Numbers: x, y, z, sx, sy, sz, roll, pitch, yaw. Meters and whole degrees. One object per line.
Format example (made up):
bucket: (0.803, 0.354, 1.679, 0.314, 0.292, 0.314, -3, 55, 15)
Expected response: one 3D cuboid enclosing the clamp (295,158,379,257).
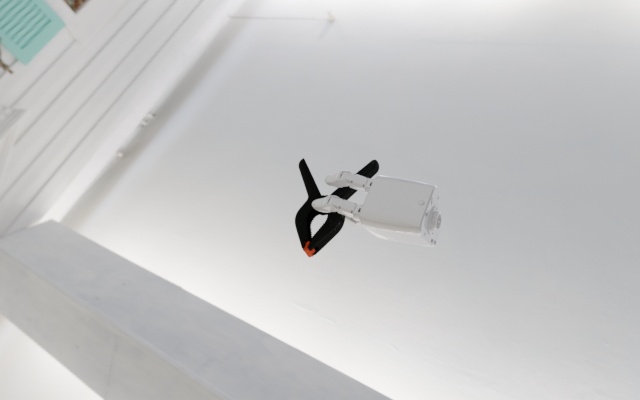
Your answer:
clamp: (0.000, 0.004, 0.875, 0.164, 0.210, 0.036, 10, -29, 31)
